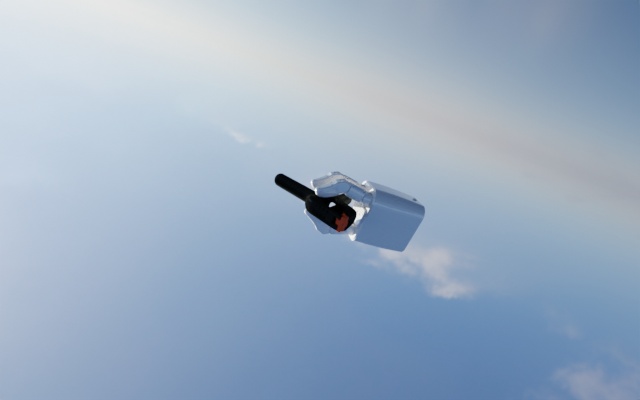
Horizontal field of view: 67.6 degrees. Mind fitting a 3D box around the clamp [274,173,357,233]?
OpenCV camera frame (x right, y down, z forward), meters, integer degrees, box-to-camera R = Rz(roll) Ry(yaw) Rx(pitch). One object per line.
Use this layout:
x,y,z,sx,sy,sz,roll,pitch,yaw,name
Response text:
0.000,0.004,0.864,0.164,0.036,0.210,16,14,-14,clamp
